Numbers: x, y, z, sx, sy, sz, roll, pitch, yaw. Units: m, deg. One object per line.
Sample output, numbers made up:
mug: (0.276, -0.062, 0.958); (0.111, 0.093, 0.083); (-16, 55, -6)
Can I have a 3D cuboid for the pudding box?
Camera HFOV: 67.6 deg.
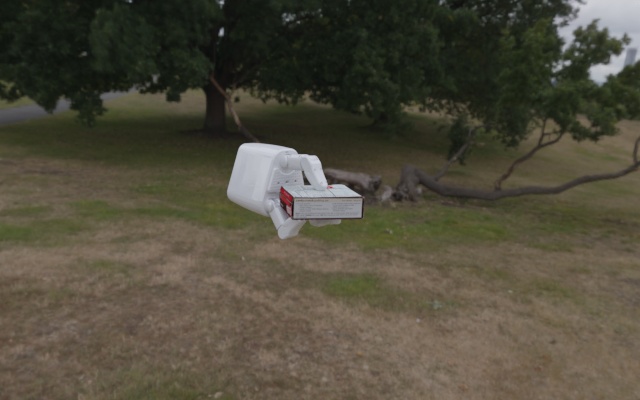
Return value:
pudding box: (0.000, 0.002, 0.733); (0.113, 0.039, 0.090); (-2, 14, -16)
